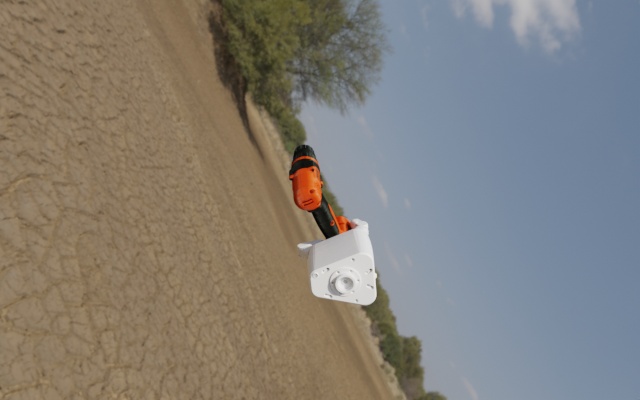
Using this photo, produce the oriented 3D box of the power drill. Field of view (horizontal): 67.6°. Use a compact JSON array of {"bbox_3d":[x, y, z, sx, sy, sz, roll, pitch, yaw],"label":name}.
[{"bbox_3d":[0.000,0.003,0.887,0.057,0.188,0.184,-23,32,13],"label":"power drill"}]
